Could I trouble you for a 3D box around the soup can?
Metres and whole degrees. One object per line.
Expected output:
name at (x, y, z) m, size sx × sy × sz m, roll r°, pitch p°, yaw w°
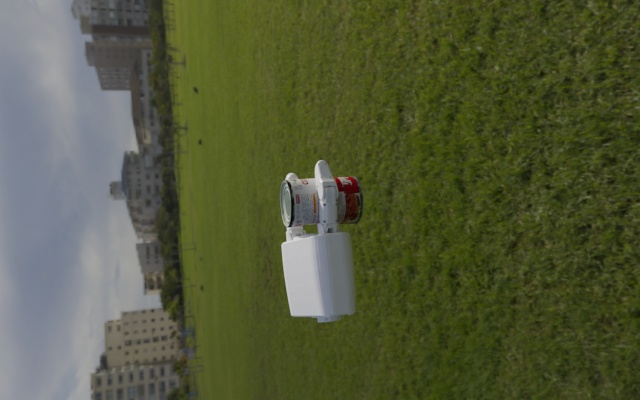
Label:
soup can at (0.000, 0.002, 0.669) m, size 0.102 × 0.068 × 0.068 m, roll -3°, pitch 1°, yaw -17°
